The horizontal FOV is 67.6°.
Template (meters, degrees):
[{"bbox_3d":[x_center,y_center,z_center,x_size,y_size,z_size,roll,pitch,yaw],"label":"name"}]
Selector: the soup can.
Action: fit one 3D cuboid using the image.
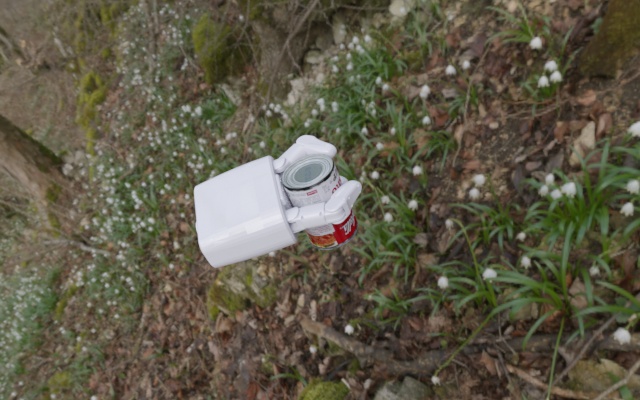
[{"bbox_3d":[0.000,0.002,0.591,0.068,0.102,0.068,-15,37,12],"label":"soup can"}]
